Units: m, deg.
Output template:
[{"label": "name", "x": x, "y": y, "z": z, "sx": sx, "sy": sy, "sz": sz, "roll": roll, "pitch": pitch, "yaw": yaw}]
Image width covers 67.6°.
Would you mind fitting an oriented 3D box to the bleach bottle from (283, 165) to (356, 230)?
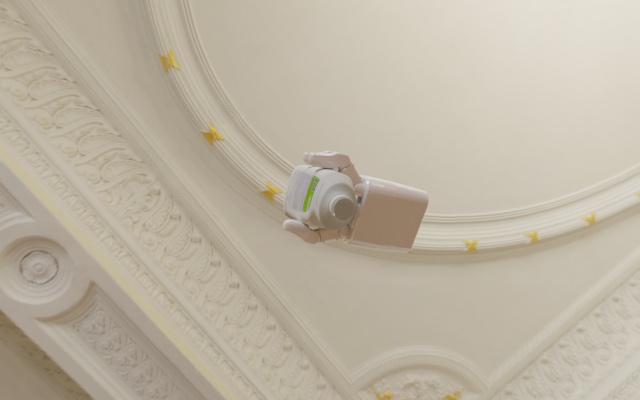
[{"label": "bleach bottle", "x": 0.000, "y": 0.002, "z": 0.716, "sx": 0.068, "sy": 0.102, "sz": 0.251, "roll": 12, "pitch": 5, "yaw": -14}]
